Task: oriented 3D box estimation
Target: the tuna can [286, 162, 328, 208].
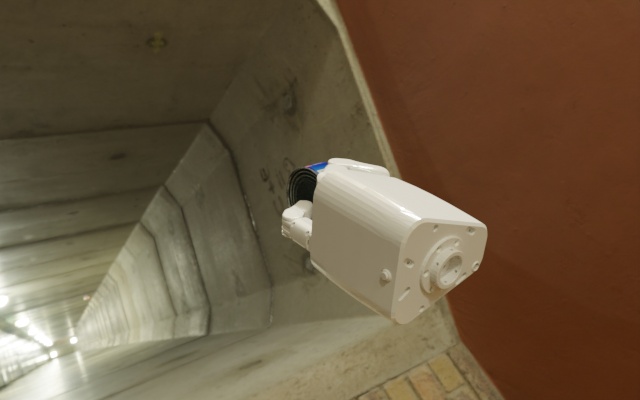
[{"bbox_3d":[0.000,0.002,0.528,0.033,0.086,0.086,-18,10,-35],"label":"tuna can"}]
